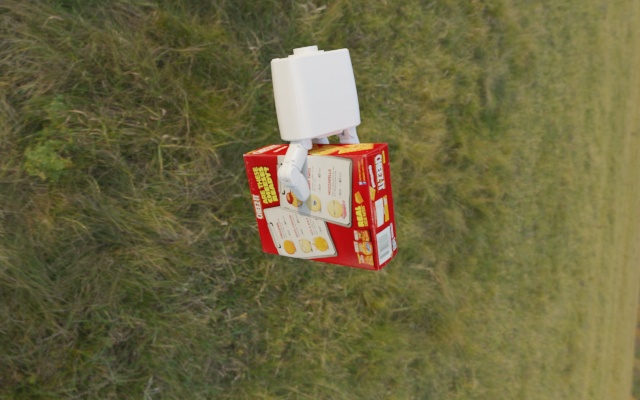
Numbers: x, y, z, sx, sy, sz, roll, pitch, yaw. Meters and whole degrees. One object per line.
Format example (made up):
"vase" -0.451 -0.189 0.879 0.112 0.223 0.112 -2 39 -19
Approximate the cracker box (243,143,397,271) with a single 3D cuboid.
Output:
"cracker box" 0.000 0.002 0.698 0.213 0.164 0.072 4 22 36
